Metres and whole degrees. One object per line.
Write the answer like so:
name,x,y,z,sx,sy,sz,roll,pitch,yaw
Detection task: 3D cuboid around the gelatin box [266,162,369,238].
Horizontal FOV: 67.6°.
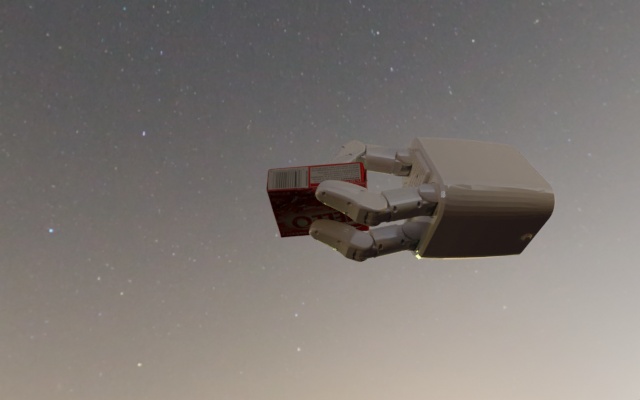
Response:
gelatin box,0.000,0.001,0.446,0.089,0.030,0.073,-4,-39,5
